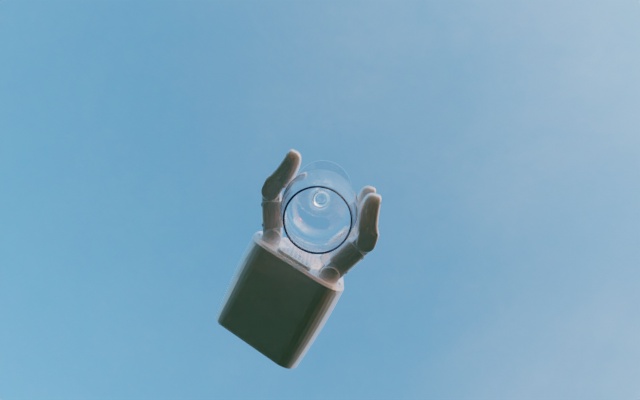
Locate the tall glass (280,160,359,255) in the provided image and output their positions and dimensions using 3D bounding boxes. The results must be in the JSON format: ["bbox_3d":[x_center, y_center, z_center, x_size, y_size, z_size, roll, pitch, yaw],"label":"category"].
[{"bbox_3d":[0.000,0.001,0.515,0.079,0.079,0.201,0,9,1],"label":"tall glass"}]
